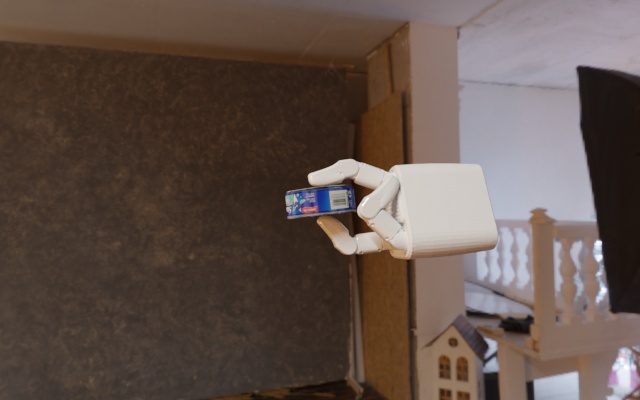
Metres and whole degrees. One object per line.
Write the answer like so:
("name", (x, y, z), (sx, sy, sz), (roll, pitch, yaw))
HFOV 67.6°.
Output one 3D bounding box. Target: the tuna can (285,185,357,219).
("tuna can", (0.000, 0.001, 0.586), (0.086, 0.034, 0.086), (-6, -1, 0))
